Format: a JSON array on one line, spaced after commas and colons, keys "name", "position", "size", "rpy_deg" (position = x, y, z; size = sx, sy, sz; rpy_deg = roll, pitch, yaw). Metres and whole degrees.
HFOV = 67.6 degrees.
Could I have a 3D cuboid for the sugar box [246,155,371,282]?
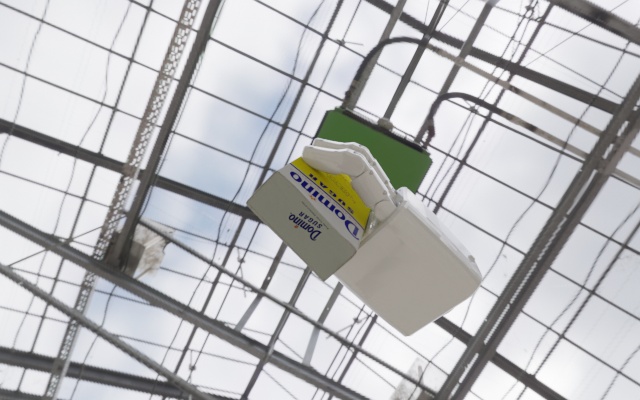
[{"name": "sugar box", "position": [0.001, 0.001, 0.458], "size": [0.048, 0.093, 0.176], "rpy_deg": [-44, 3, 14]}]
